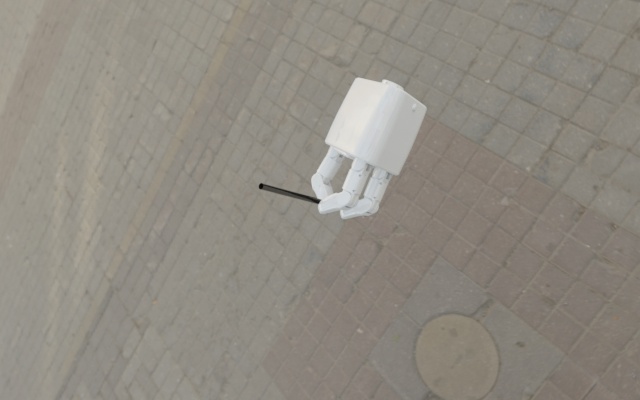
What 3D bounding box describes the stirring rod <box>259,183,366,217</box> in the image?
[{"bbox_3d":[0.000,0.002,0.678,0.011,0.011,0.239,0,-9,38],"label":"stirring rod"}]
